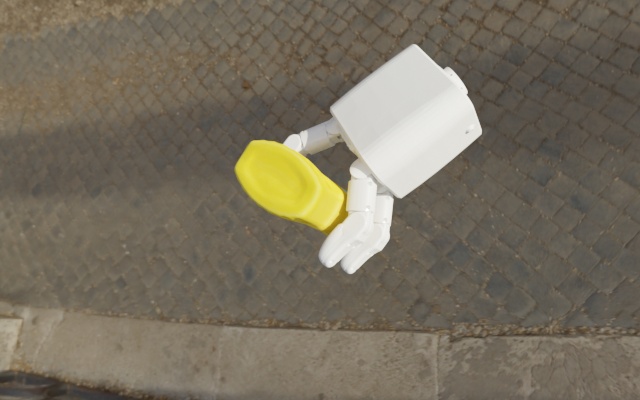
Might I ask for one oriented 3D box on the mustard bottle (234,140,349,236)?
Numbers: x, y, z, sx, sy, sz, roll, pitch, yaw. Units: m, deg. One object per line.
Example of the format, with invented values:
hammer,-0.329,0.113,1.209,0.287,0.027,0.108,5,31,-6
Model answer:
mustard bottle,0.000,0.002,0.491,0.096,0.058,0.192,32,1,29
